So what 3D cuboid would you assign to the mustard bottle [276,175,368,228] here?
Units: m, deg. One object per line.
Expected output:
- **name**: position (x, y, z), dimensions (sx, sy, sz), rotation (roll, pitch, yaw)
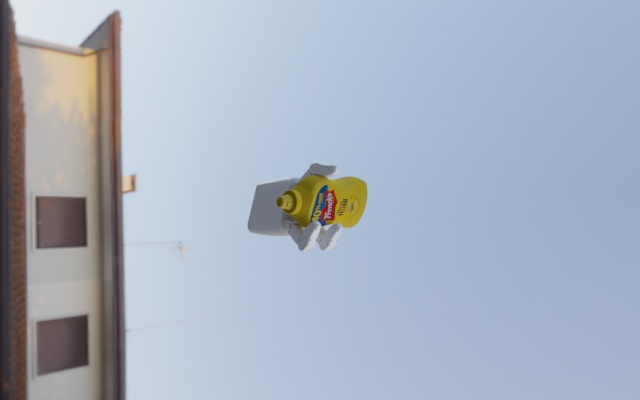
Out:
- **mustard bottle**: position (0.001, 0.003, 0.850), dimensions (0.191, 0.096, 0.058), rotation (1, 22, -44)
